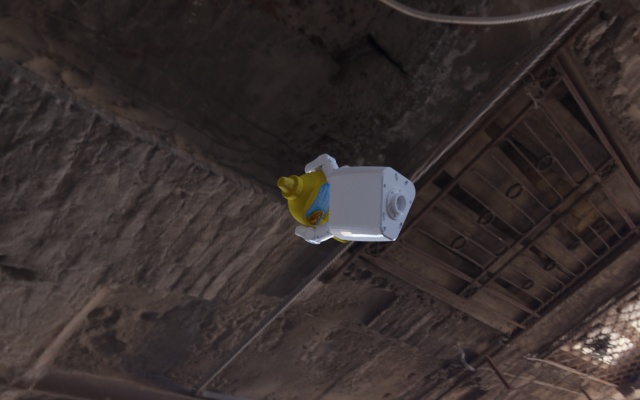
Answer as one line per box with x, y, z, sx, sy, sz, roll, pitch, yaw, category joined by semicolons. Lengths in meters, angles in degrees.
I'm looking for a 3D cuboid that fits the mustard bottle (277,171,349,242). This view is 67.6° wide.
0.000;0.003;0.838;0.192;0.096;0.058;27;5;-41;mustard bottle
